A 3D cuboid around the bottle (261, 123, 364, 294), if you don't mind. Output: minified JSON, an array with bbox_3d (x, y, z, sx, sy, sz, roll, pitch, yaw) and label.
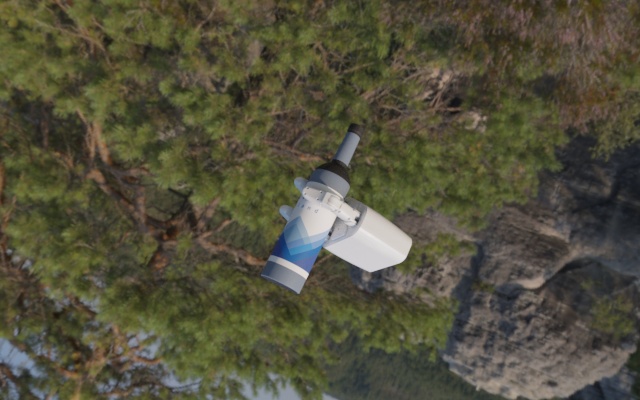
[{"bbox_3d":[0.000,0.003,0.775,0.069,0.295,0.069,24,-16,7],"label":"bottle"}]
